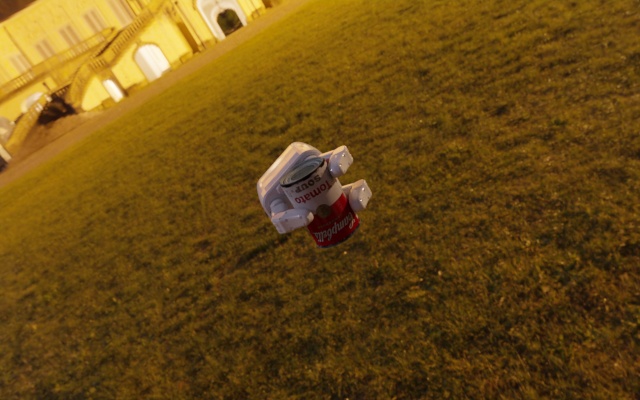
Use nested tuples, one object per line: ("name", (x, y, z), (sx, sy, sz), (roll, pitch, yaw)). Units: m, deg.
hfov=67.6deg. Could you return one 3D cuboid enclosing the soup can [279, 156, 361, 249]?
("soup can", (0.000, 0.002, 0.623), (0.068, 0.102, 0.068), (-27, 21, 11))
